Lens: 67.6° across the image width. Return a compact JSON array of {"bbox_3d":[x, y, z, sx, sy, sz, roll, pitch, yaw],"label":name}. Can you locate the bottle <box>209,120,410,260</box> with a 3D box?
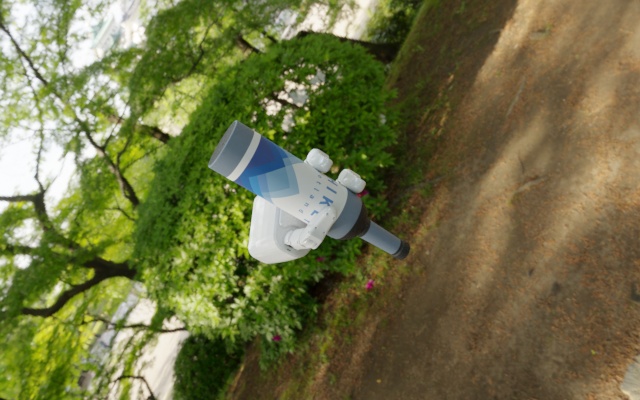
[{"bbox_3d":[0.000,0.002,0.627,0.296,0.069,0.069,31,-12,-20],"label":"bottle"}]
